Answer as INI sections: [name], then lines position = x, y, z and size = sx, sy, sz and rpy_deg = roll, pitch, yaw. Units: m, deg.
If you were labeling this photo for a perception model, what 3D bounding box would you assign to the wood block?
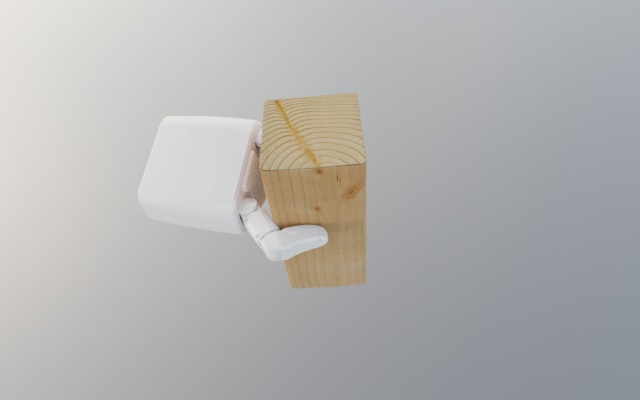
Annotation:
[wood block]
position = 0.000, 0.002, 0.495
size = 0.090, 0.090, 0.206
rpy_deg = -4, -38, 2
